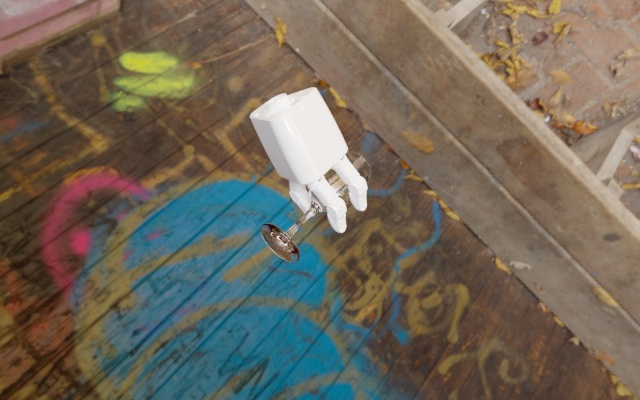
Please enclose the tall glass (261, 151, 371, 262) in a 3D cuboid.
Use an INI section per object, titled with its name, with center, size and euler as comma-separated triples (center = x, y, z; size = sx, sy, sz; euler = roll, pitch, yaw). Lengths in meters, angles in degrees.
[tall glass]
center = 0.000, 0.003, 0.750
size = 0.079, 0.079, 0.201
euler = 0, 37, 49
